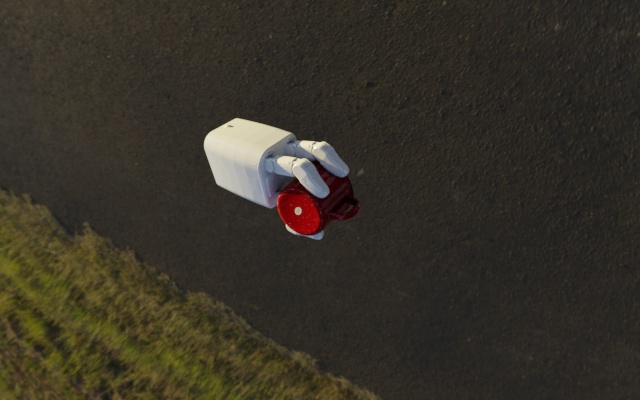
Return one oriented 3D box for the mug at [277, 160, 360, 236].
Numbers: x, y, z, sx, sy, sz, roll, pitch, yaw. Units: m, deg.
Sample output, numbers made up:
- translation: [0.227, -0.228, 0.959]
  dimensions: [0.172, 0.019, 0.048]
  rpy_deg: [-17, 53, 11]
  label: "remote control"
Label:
- translation: [0.001, 0.003, 0.699]
  dimensions: [0.117, 0.093, 0.081]
  rpy_deg: [19, 38, 24]
  label: "mug"
